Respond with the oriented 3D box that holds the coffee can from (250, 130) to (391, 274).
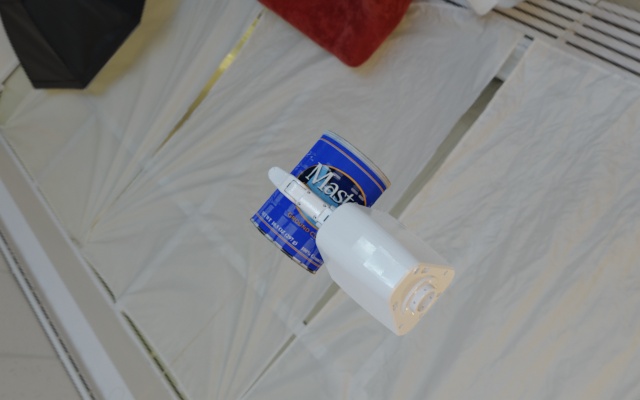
[{"bbox_3d":[0.000,0.002,0.573,0.103,0.140,0.103,40,-1,1],"label":"coffee can"}]
